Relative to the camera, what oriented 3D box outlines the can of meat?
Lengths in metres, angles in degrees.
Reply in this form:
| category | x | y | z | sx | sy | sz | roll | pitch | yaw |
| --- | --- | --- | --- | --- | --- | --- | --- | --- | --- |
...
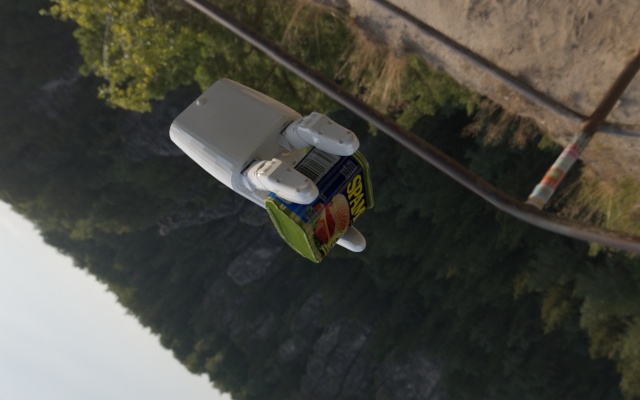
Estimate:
| category | x | y | z | sx | sy | sz | roll | pitch | yaw |
| --- | --- | --- | --- | --- | --- | --- | --- | --- | --- |
| can of meat | 0.000 | 0.002 | 0.444 | 0.057 | 0.084 | 0.102 | 35 | -18 | 25 |
